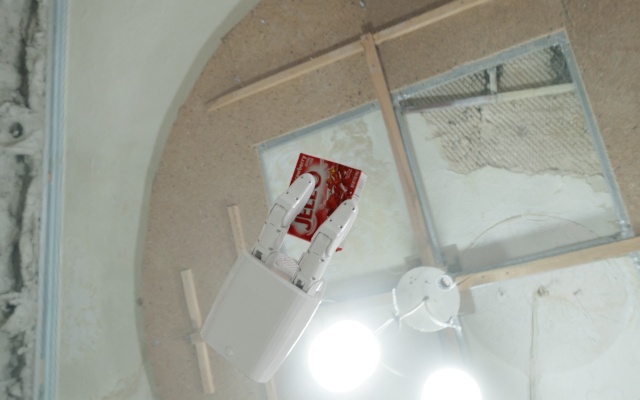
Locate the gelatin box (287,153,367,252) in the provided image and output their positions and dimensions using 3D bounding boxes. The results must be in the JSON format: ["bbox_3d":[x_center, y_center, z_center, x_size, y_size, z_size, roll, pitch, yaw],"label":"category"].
[{"bbox_3d":[0.000,0.001,0.509,0.073,0.089,0.030,18,-3,20],"label":"gelatin box"}]
